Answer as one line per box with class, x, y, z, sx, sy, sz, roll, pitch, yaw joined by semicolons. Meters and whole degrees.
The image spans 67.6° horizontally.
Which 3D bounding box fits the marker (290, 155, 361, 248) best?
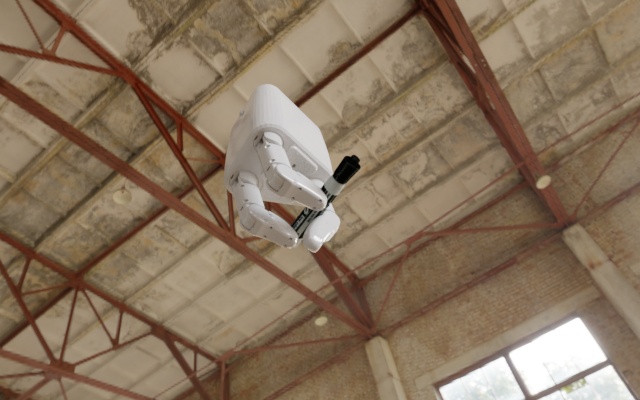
marker;0.000;0.002;0.473;0.020;0.020;0.121;0;-44;-49
